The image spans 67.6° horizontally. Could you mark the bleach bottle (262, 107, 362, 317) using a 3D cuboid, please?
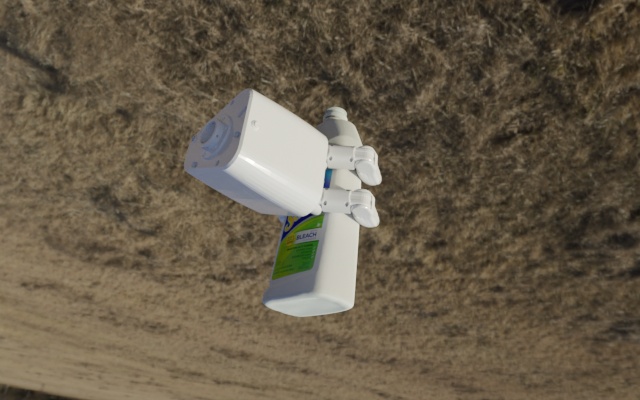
[{"bbox_3d":[0.000,0.002,0.559,0.102,0.250,0.068,-19,-37,41],"label":"bleach bottle"}]
